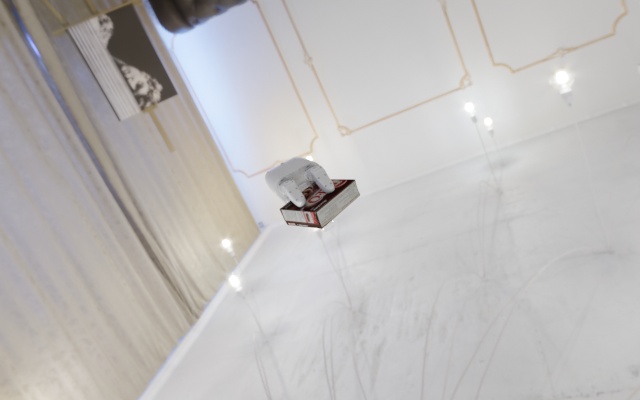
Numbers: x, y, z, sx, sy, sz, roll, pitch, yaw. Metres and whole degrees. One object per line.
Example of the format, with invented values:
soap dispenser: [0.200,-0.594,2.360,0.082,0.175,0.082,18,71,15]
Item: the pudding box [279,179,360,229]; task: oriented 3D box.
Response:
pudding box: [0.000,0.003,0.827,0.090,0.039,0.113,2,34,45]
